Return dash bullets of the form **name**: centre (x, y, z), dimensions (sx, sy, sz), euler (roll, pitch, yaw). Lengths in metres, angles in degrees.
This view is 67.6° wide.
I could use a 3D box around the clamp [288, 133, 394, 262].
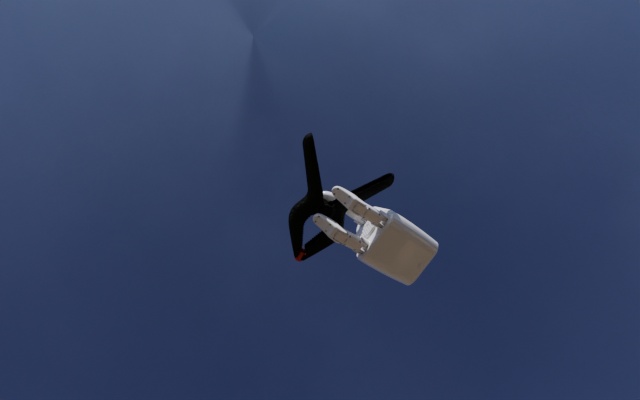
- **clamp**: centre (0.000, 0.003, 0.790), dimensions (0.164, 0.210, 0.036), euler (32, 12, -14)
